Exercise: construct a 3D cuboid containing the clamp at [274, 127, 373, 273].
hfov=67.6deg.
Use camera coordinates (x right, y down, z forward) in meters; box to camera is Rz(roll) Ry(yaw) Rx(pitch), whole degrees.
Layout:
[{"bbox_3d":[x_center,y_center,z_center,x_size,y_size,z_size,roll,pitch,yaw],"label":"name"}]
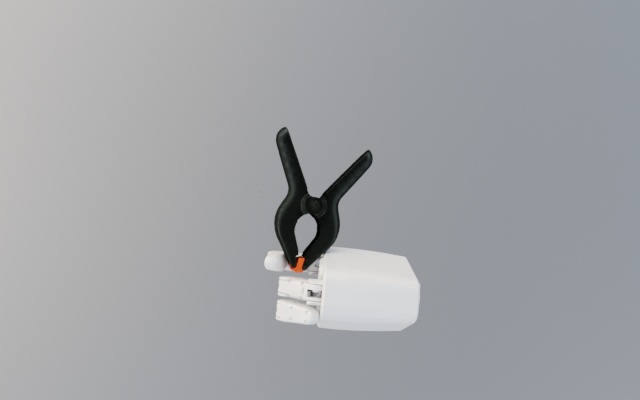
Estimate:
[{"bbox_3d":[0.000,0.002,0.575,0.120,0.171,0.039,5,-1,-5],"label":"clamp"}]
